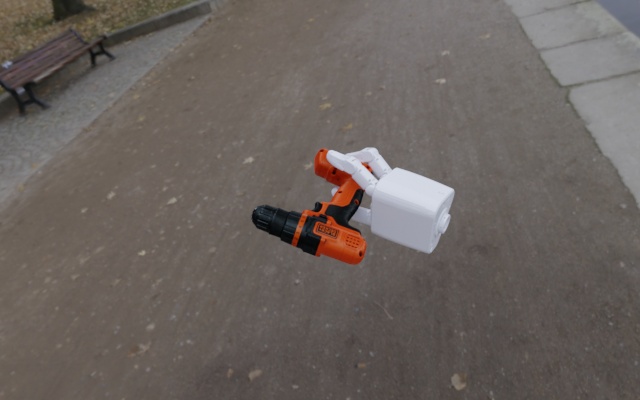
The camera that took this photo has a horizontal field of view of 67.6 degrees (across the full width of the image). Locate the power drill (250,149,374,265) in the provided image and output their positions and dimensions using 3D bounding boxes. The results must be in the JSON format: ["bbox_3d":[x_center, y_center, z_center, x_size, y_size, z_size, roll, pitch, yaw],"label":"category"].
[{"bbox_3d":[0.001,0.002,0.778,0.184,0.187,0.057,21,-37,0],"label":"power drill"}]
